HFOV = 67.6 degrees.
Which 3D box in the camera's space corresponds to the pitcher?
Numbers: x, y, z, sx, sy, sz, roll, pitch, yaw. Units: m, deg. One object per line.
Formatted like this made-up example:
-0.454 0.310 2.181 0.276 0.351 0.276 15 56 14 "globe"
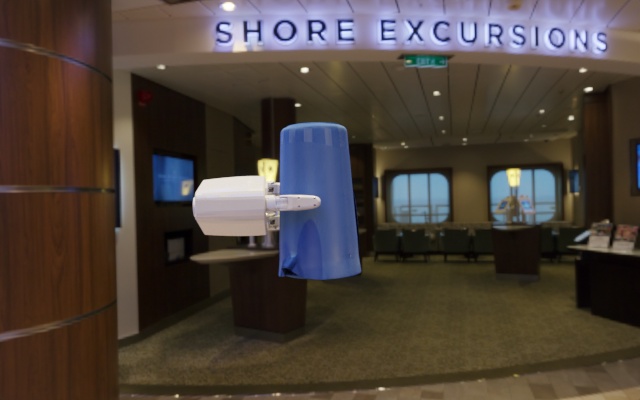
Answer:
0.000 0.003 0.776 0.145 0.243 0.149 -2 0 -6 "pitcher"
